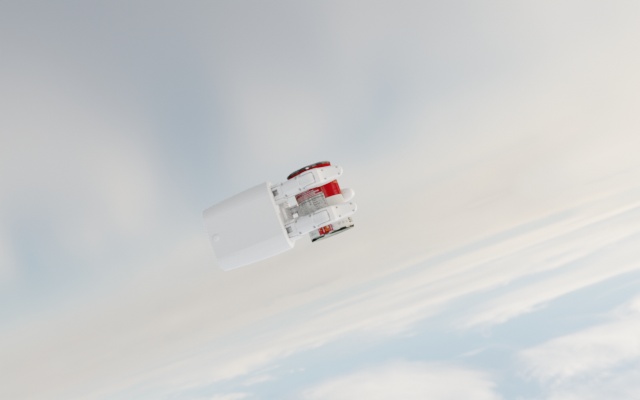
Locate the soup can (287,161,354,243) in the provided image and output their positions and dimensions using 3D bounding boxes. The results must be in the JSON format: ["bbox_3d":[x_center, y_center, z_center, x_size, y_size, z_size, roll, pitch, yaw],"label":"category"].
[{"bbox_3d":[0.001,0.002,0.690,0.068,0.102,0.068,-21,-7,-3],"label":"soup can"}]
